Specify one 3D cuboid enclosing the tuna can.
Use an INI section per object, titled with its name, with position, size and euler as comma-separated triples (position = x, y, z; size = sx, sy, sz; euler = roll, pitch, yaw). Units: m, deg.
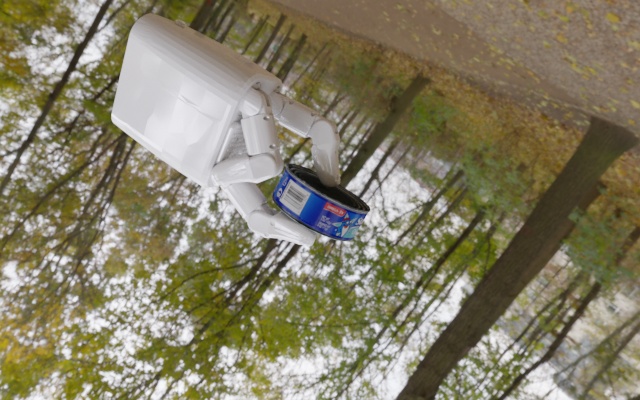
[tuna can]
position = 0.000, 0.002, 0.434
size = 0.086, 0.034, 0.086
euler = 28, 12, -6
